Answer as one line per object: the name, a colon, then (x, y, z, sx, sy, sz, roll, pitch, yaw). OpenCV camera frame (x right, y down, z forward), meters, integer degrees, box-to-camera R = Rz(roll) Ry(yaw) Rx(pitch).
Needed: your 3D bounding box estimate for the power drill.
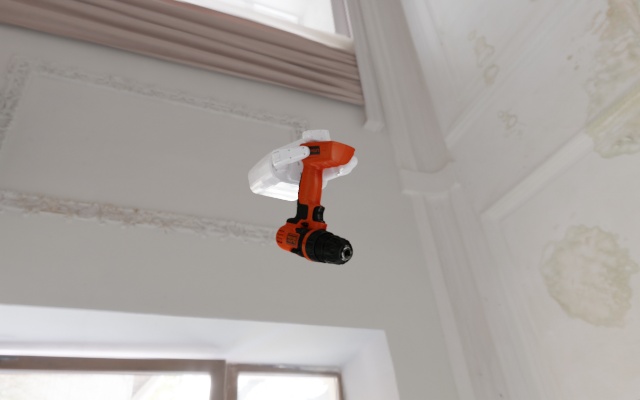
power drill: (0.000, 0.002, 0.754, 0.057, 0.187, 0.184, 15, -5, -35)
